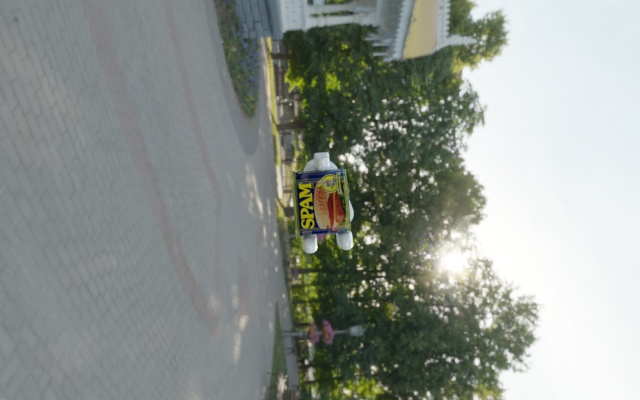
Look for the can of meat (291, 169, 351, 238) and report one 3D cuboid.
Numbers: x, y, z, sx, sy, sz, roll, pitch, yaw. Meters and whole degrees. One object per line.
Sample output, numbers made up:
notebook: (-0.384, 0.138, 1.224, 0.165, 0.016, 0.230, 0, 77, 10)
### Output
can of meat: (0.000, 0.002, 0.729, 0.084, 0.102, 0.057, -4, 8, -2)
